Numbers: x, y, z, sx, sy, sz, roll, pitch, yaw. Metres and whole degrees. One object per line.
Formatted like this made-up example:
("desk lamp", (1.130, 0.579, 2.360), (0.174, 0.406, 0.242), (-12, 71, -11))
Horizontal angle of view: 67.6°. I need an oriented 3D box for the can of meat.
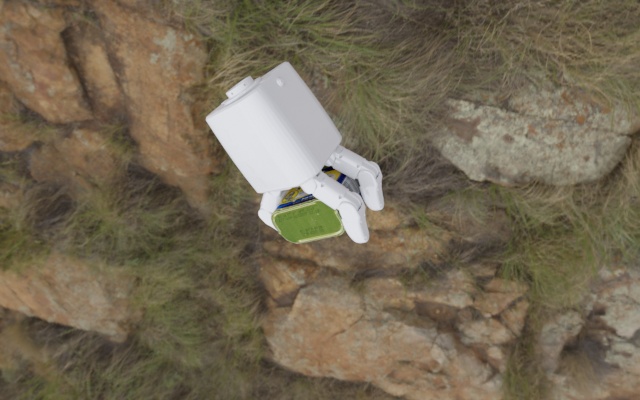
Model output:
("can of meat", (0.000, 0.002, 0.575), (0.102, 0.057, 0.084), (-16, 27, 37))
